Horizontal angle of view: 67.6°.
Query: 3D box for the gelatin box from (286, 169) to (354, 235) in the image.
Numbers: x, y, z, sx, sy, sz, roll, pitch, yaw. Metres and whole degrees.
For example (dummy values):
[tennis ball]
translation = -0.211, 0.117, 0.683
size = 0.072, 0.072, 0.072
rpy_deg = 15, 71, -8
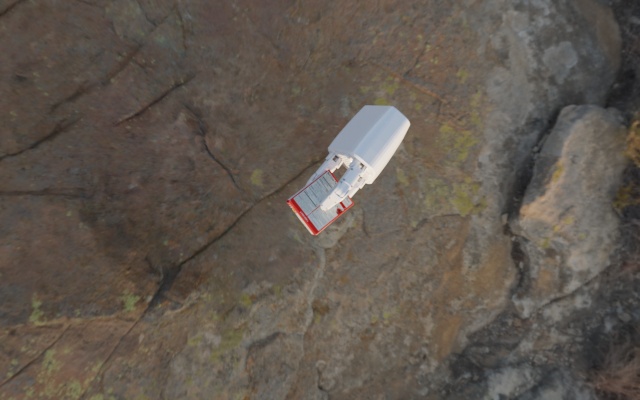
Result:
[gelatin box]
translation = 0.000, 0.003, 0.799
size = 0.089, 0.073, 0.030
rpy_deg = -39, 8, -14
